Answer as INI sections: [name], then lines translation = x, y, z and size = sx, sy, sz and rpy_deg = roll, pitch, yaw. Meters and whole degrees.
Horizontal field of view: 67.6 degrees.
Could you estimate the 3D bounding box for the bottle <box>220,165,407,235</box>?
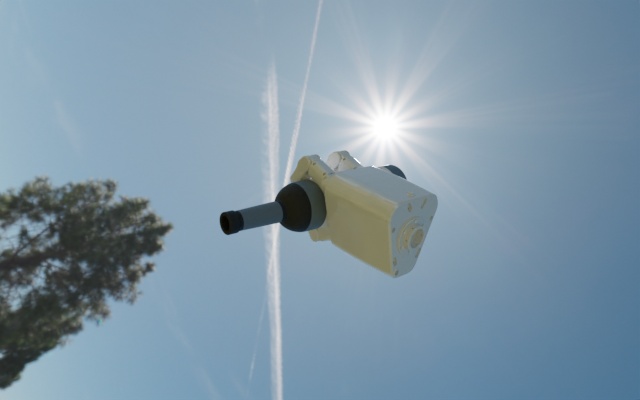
[bottle]
translation = 0.000, 0.002, 0.645
size = 0.295, 0.069, 0.069
rpy_deg = -13, 8, -40
